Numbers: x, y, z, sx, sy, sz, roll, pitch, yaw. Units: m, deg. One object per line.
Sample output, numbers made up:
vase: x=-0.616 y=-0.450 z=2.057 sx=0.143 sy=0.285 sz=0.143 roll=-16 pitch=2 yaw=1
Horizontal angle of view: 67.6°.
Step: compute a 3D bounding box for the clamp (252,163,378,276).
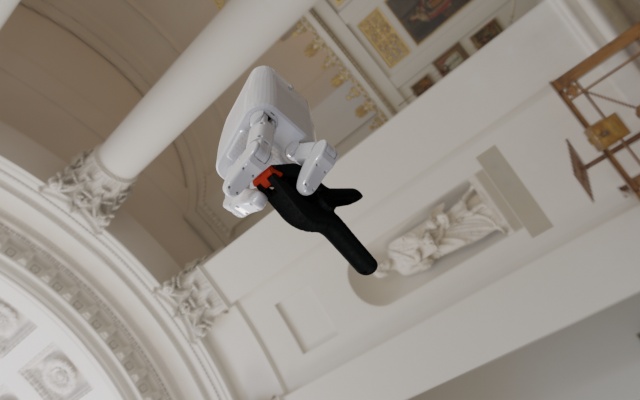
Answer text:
clamp: x=0.000 y=0.002 z=0.536 sx=0.039 sy=0.120 sz=0.171 roll=-37 pitch=-56 yaw=23
